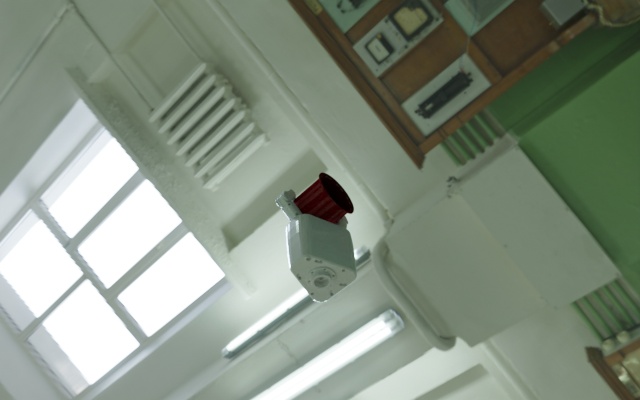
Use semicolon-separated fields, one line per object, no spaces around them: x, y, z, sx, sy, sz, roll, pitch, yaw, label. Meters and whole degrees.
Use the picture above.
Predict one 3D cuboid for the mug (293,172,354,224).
0.000;0.002;0.884;0.093;0.081;0.117;40;23;-27;mug
